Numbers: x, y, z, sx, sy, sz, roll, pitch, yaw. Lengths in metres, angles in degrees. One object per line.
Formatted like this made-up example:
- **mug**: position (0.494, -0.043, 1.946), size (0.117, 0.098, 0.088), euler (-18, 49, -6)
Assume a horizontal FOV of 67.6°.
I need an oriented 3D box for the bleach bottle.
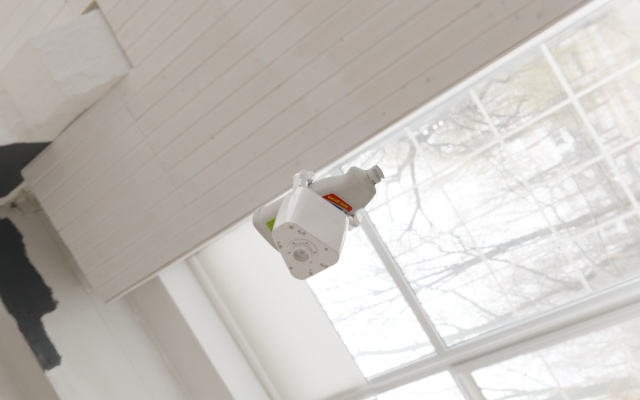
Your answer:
- **bleach bottle**: position (0.000, 0.003, 0.870), size (0.251, 0.102, 0.068), euler (-31, 22, 25)
